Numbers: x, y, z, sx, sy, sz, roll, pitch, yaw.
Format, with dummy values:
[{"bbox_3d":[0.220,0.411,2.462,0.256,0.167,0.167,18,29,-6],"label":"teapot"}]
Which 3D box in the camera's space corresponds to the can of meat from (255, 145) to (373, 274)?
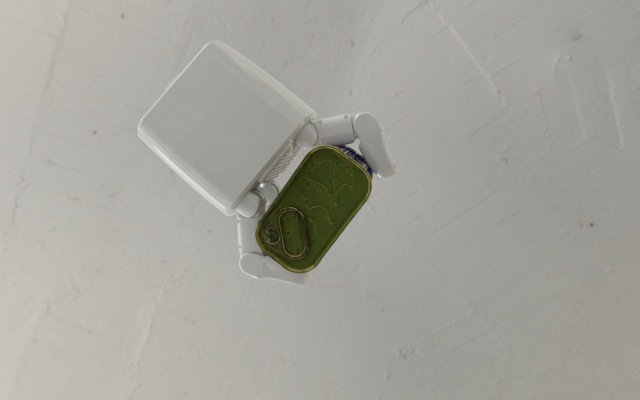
[{"bbox_3d":[0.000,0.001,0.404,0.057,0.102,0.084,37,14,2],"label":"can of meat"}]
